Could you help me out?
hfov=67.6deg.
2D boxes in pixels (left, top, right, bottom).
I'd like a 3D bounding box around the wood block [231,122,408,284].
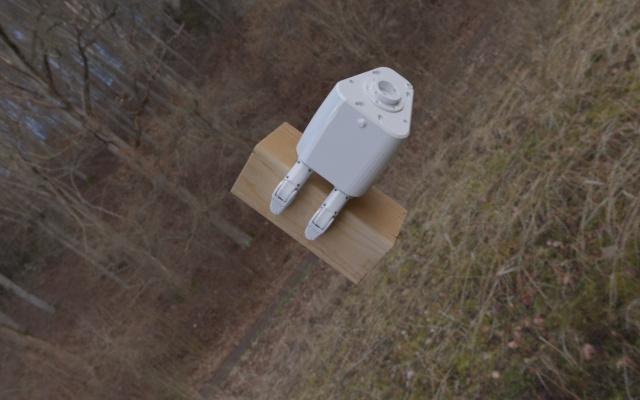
[{"bbox_3d":[0.000,0.002,0.636,0.206,0.090,0.090,37,37,1],"label":"wood block"}]
